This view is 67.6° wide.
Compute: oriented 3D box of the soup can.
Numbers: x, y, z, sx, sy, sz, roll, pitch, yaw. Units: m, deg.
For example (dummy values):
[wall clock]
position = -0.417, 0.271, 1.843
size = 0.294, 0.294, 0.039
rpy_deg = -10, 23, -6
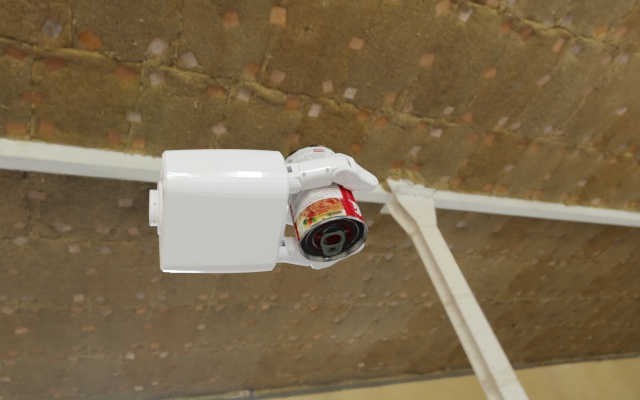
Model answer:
[soup can]
position = 0.001, 0.001, 0.483
size = 0.068, 0.102, 0.069
rpy_deg = -11, -40, -9
